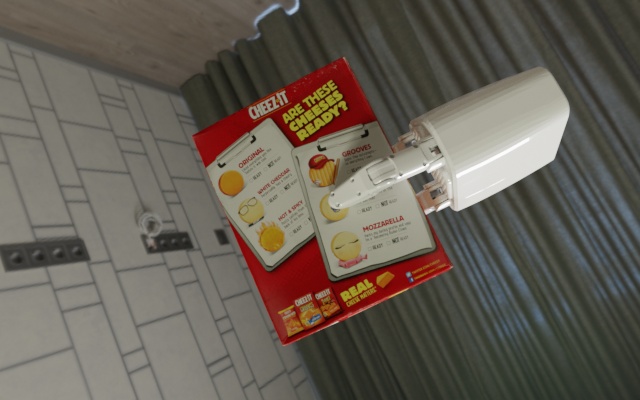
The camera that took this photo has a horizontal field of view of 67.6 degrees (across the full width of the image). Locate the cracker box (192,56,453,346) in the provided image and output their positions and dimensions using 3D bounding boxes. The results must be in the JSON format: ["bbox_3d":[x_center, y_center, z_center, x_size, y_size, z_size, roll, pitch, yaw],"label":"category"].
[{"bbox_3d":[0.000,0.002,0.453,0.164,0.213,0.072,-26,-11,4],"label":"cracker box"}]
